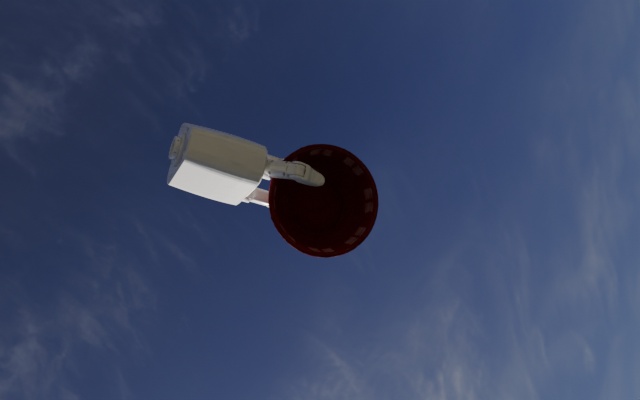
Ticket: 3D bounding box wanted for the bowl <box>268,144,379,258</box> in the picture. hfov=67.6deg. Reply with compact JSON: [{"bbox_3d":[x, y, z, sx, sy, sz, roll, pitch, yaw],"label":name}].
[{"bbox_3d":[0.001,0.003,0.696,0.162,0.162,0.055,0,-7,-15],"label":"bowl"}]
